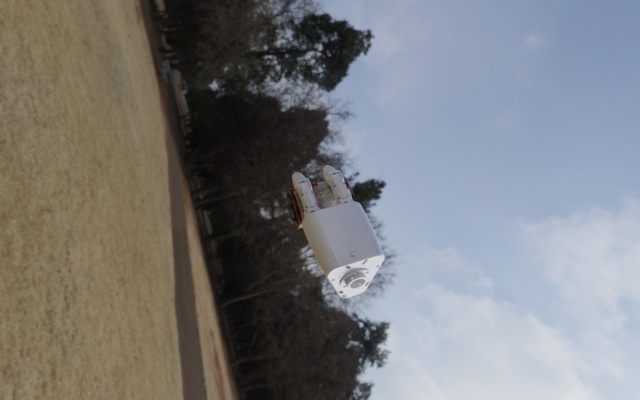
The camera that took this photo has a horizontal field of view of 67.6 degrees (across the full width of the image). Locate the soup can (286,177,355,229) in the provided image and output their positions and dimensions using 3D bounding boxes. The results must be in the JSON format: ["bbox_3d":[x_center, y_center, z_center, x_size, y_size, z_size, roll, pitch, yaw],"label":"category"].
[{"bbox_3d":[0.000,0.002,0.814,0.102,0.068,0.068,-15,3,-12],"label":"soup can"}]
